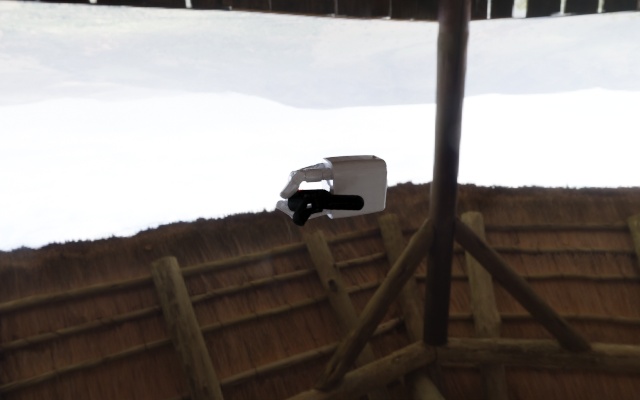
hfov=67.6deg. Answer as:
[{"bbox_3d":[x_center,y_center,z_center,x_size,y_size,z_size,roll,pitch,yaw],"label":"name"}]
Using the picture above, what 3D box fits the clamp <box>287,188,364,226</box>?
[{"bbox_3d":[0.000,0.003,0.818,0.120,0.039,0.171,-7,15,-11],"label":"clamp"}]
